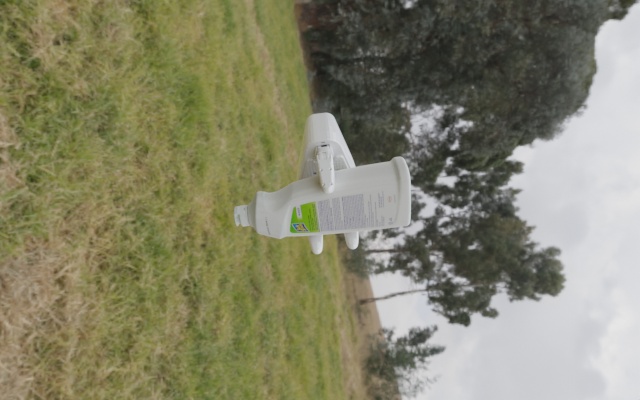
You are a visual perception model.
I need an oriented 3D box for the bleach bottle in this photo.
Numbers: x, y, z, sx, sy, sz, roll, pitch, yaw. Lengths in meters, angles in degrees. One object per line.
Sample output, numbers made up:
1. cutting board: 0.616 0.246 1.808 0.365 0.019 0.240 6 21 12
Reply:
1. bleach bottle: 0.000 0.002 0.691 0.251 0.103 0.068 -6 33 1
